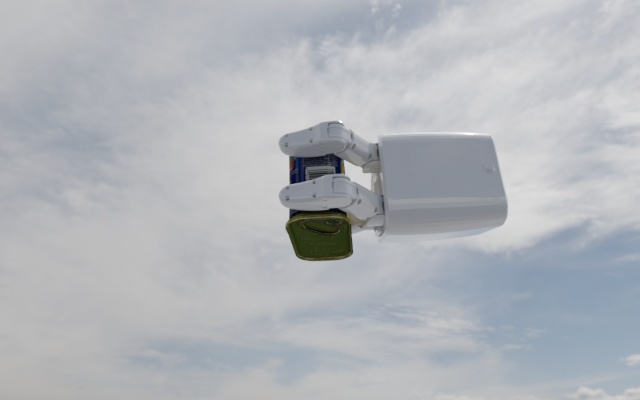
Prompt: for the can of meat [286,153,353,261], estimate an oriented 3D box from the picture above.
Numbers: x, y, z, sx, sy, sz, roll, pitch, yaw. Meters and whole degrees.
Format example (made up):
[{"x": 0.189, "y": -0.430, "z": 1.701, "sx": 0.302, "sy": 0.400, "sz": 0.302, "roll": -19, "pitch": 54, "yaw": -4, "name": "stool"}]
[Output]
[{"x": 0.000, "y": 0.001, "z": 0.461, "sx": 0.057, "sy": 0.084, "sz": 0.102, "roll": -4, "pitch": -28, "yaw": 4, "name": "can of meat"}]
